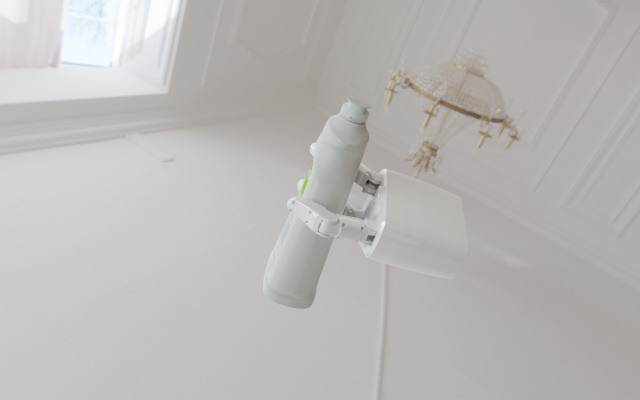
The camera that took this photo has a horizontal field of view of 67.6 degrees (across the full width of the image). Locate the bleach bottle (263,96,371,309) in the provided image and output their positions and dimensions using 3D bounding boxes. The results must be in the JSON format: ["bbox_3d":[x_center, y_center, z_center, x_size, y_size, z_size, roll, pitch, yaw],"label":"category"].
[{"bbox_3d":[0.000,0.002,0.563,0.068,0.251,0.102,17,27,-9],"label":"bleach bottle"}]
